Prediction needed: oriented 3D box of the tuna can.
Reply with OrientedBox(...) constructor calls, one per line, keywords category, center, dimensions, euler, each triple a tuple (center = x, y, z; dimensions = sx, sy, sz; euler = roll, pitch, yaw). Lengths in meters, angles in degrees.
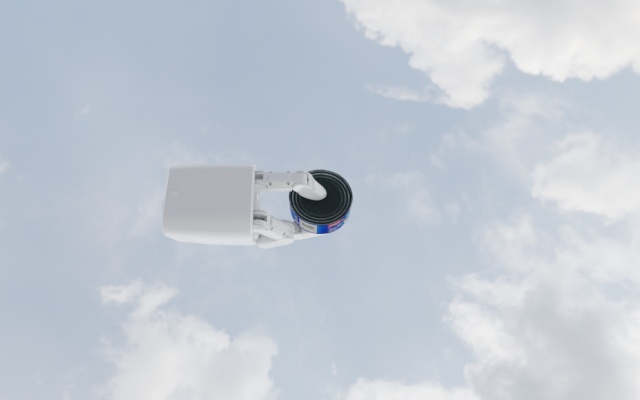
OrientedBox(category="tuna can", center=(0.000, 0.002, 0.650), dimensions=(0.086, 0.086, 0.034), euler=(0, -30, -2))
